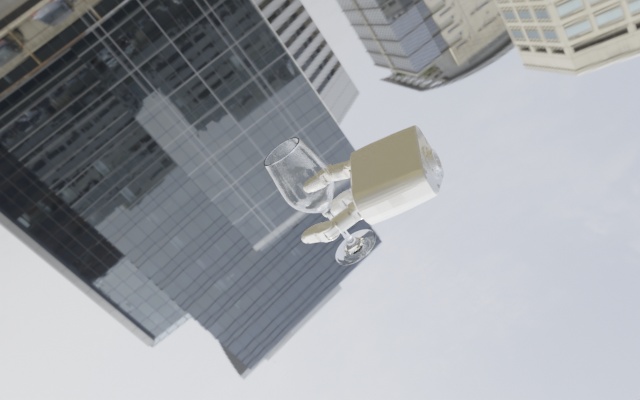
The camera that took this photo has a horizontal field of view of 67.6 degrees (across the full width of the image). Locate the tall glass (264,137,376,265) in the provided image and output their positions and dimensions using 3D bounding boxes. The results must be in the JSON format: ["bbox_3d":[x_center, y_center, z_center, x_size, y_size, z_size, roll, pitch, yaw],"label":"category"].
[{"bbox_3d":[0.000,0.003,0.710,0.079,0.201,0.079,-30,26,17],"label":"tall glass"}]
